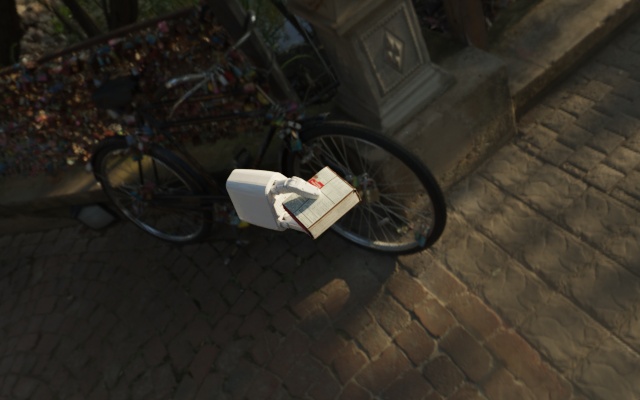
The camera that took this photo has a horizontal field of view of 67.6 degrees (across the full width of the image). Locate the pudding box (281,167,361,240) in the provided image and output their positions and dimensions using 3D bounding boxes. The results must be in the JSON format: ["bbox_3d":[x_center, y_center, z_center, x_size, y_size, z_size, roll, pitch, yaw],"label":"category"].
[{"bbox_3d":[0.000,0.003,0.848,0.090,0.113,0.039,43,-10,40],"label":"pudding box"}]
